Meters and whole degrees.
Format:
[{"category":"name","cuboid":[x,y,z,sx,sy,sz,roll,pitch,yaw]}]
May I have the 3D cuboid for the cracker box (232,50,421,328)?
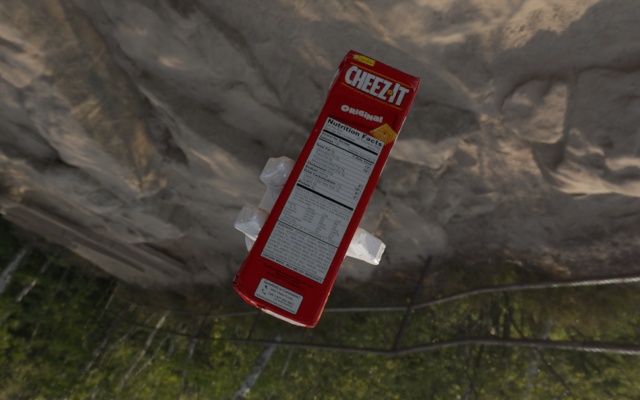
[{"category":"cracker box","cuboid":[0.000,0.002,0.430,0.072,0.213,0.164,24,-15,0]}]
